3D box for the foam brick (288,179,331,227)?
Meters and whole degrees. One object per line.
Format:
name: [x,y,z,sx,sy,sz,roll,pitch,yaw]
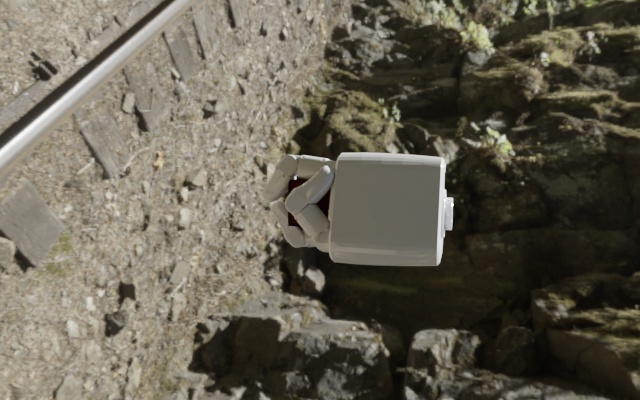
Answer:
foam brick: [0.000,0.002,0.539,0.051,0.053,0.078,2,5,16]
